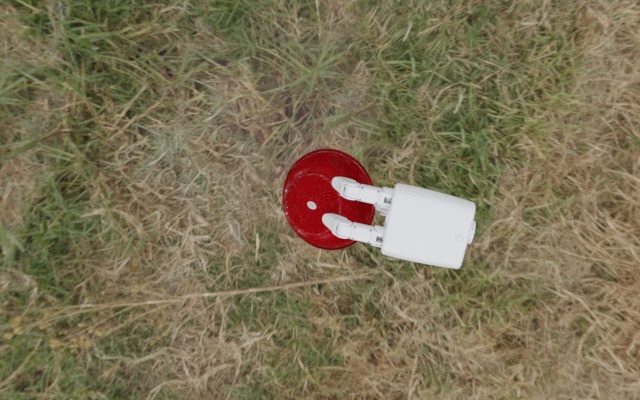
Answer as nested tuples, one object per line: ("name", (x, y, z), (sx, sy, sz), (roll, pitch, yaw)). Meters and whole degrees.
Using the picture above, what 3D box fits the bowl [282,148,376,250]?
("bowl", (-0.001, 0.002, 0.728), (0.162, 0.162, 0.055), (0, 7, 26))
